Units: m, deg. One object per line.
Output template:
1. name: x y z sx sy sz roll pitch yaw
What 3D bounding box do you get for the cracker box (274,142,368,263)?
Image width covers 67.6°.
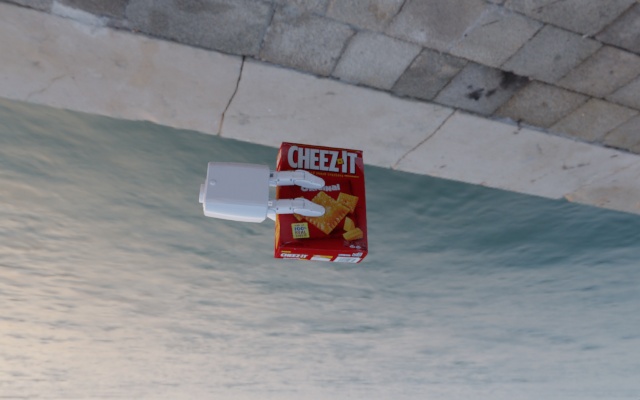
1. cracker box: 0.000 0.003 0.892 0.164 0.213 0.072 5 -24 -12
